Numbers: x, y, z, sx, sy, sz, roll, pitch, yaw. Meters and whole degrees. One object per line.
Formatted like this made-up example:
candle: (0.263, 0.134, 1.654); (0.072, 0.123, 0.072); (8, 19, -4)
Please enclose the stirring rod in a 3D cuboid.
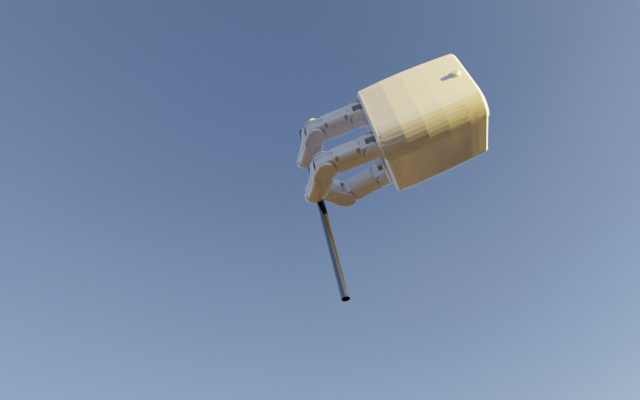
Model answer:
stirring rod: (0.000, 0.002, 0.502); (0.011, 0.239, 0.011); (-8, -43, -7)
